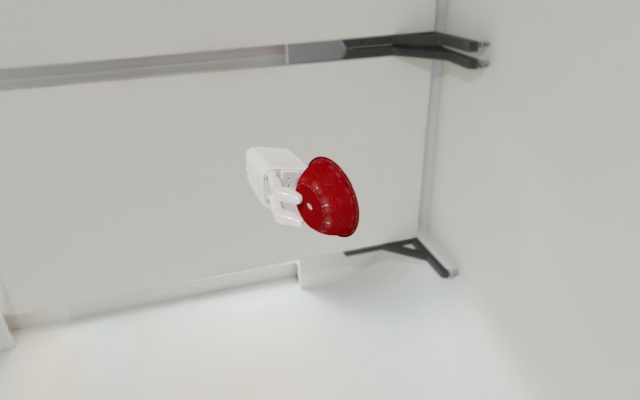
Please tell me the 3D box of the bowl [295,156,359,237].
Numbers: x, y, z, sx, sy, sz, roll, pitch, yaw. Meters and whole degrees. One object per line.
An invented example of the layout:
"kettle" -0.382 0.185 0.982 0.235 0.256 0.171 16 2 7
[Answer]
"bowl" 0.001 0.003 0.882 0.055 0.162 0.162 -23 12 -30
